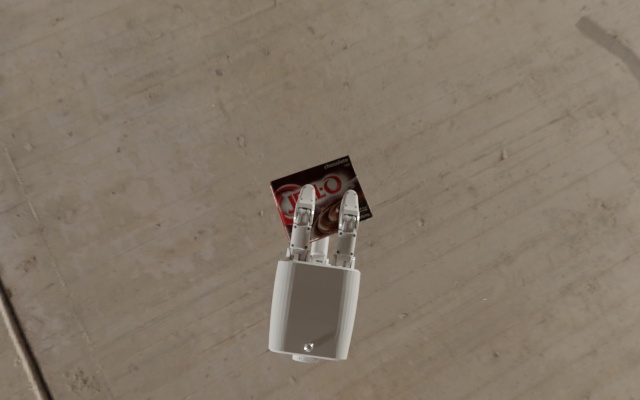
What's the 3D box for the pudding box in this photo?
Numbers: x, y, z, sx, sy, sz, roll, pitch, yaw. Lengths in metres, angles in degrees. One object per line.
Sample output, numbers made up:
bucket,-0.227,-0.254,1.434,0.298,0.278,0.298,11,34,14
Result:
pudding box,0.000,0.002,0.626,0.113,0.090,0.039,-19,-11,-8
